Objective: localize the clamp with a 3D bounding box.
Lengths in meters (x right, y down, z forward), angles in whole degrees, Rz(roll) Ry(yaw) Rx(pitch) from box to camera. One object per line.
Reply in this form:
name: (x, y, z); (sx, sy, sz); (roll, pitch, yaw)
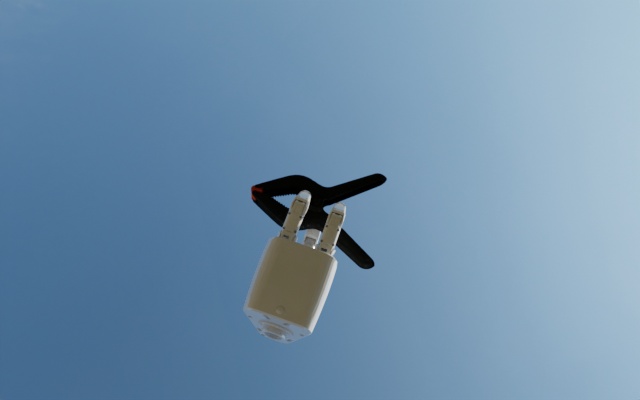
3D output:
clamp: (-0.001, 0.003, 0.732); (0.210, 0.164, 0.036); (18, -32, 4)
